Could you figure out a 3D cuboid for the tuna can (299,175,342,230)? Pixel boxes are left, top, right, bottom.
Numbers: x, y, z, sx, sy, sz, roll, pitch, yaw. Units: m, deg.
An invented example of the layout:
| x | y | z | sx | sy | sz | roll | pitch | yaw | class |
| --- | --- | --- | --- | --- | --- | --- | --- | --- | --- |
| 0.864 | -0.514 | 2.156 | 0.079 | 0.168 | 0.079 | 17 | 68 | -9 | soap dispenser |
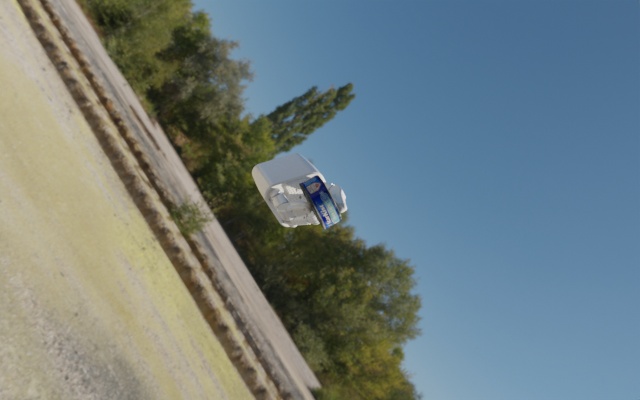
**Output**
| x | y | z | sx | sy | sz | roll | pitch | yaw | class |
| --- | --- | --- | --- | --- | --- | --- | --- | --- | --- |
| 0.001 | 0.002 | 0.772 | 0.034 | 0.086 | 0.086 | -28 | 2 | -4 | tuna can |
